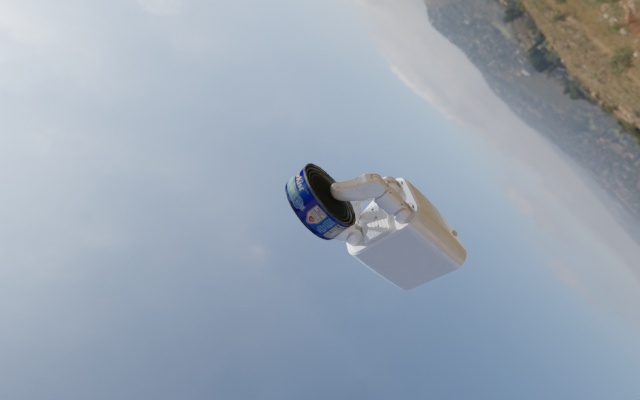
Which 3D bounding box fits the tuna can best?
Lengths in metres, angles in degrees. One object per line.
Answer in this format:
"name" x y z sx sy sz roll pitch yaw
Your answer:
"tuna can" 0.000 0.002 0.540 0.034 0.086 0.086 -38 -15 20
